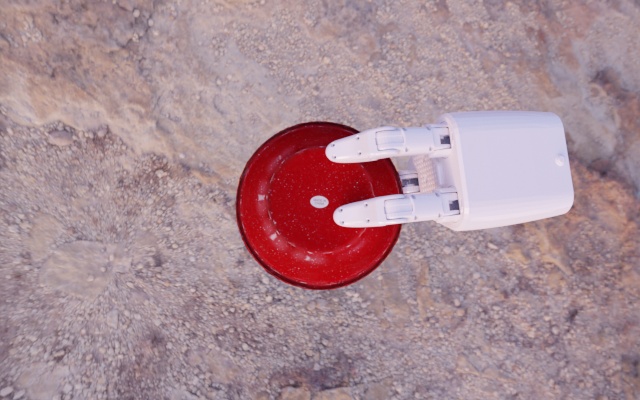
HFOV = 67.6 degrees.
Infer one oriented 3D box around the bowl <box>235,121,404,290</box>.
[{"bbox_3d":[-0.001,0.002,0.429,0.162,0.162,0.055,0,-5,-1],"label":"bowl"}]
